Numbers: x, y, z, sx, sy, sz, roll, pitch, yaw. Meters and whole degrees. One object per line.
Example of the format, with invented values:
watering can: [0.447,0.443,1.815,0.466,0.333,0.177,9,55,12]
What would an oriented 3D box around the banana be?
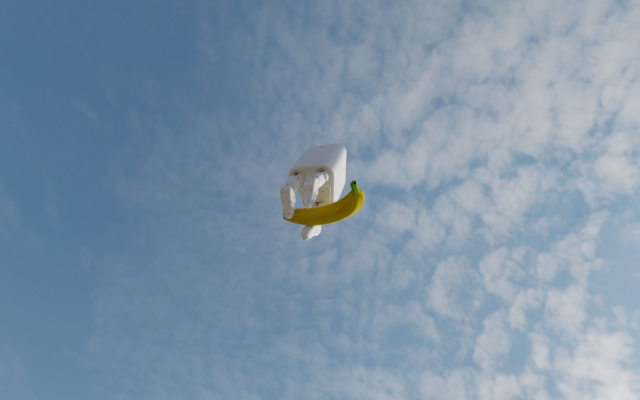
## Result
banana: [0.015,0.014,0.887,0.198,0.037,0.070,-26,-61,40]
